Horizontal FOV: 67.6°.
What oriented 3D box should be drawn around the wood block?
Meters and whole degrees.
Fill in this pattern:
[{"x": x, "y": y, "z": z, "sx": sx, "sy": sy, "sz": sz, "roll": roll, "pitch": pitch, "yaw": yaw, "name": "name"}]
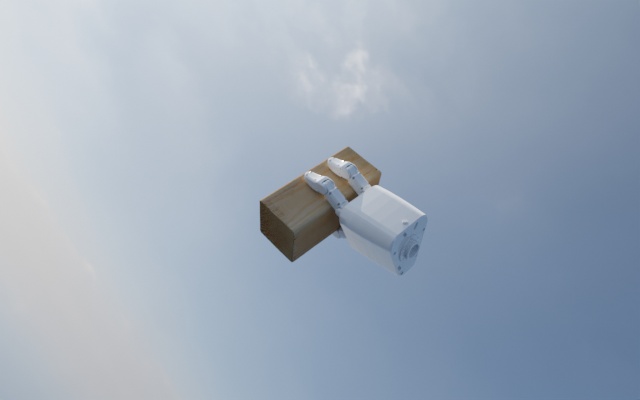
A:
[{"x": 0.000, "y": 0.003, "z": 0.842, "sx": 0.206, "sy": 0.091, "sz": 0.090, "roll": -34, "pitch": 60, "yaw": -29, "name": "wood block"}]
